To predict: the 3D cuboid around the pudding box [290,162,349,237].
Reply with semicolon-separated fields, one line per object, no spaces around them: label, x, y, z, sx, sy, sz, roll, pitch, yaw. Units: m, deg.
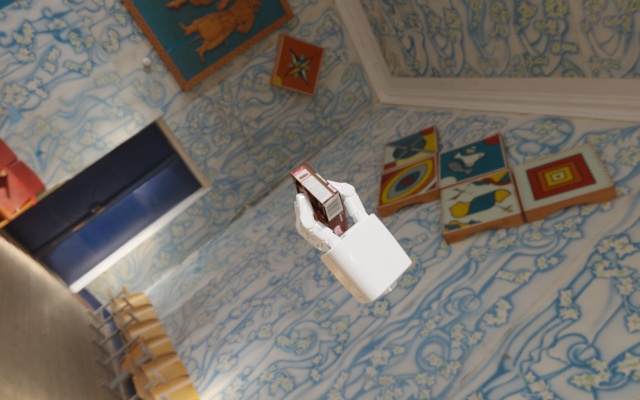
pudding box;0.000;0.003;0.793;0.090;0.039;0.114;43;-19;32
